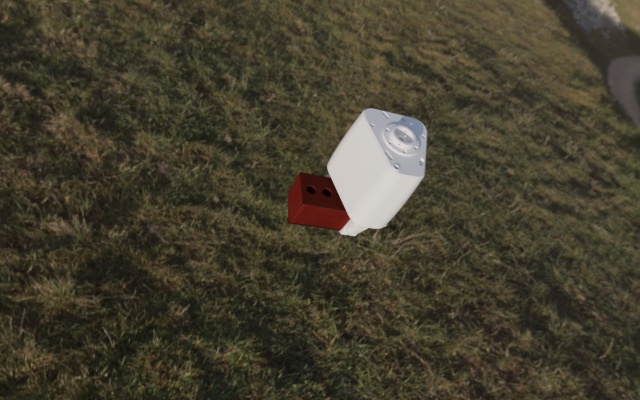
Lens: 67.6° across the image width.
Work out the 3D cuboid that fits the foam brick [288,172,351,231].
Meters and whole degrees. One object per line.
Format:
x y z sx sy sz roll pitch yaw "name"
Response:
0.000 0.002 0.642 0.078 0.053 0.051 9 -36 -20 "foam brick"
